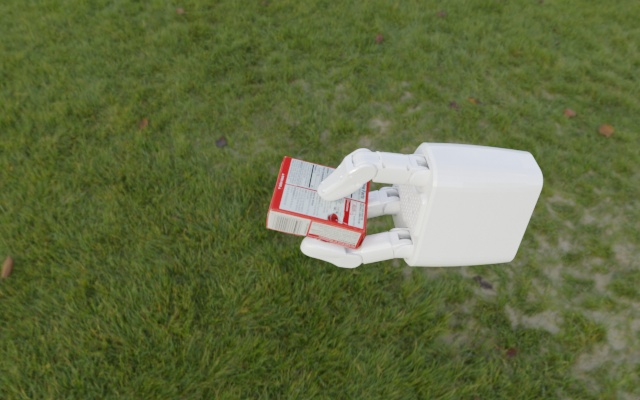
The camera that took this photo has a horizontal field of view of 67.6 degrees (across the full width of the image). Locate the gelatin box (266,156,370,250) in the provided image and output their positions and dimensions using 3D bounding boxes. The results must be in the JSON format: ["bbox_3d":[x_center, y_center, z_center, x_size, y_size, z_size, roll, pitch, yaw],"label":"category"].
[{"bbox_3d":[0.000,0.001,0.447,0.089,0.073,0.030,14,-44,-4],"label":"gelatin box"}]
